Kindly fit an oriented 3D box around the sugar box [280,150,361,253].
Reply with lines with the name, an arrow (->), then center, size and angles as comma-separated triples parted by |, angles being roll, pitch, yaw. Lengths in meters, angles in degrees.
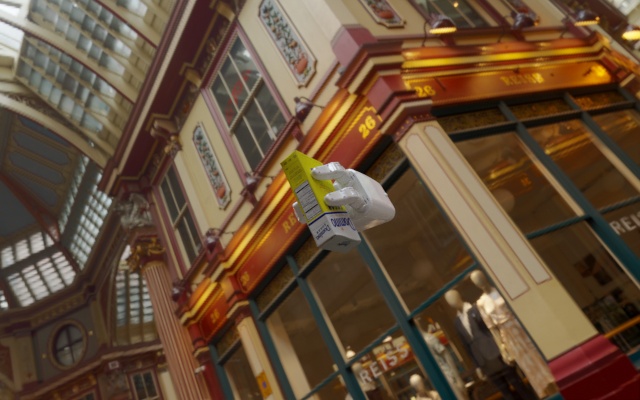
sugar box -> 0.001, 0.002, 0.821 | 0.048, 0.176, 0.093 | -39, -28, 20
